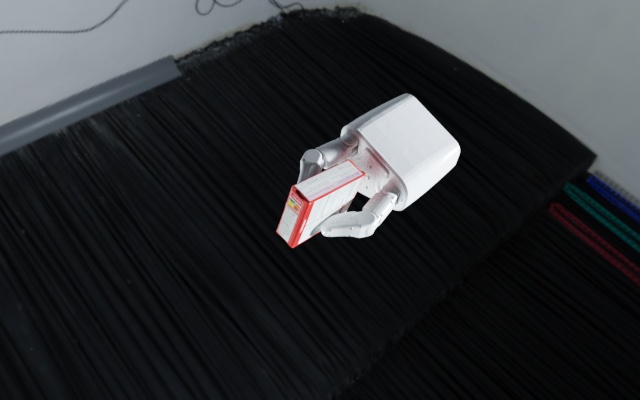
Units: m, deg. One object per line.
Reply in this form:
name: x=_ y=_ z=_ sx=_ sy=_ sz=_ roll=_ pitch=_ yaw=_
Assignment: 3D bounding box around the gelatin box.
gelatin box: x=0.000 y=0.002 z=0.509 sx=0.089 sy=0.073 sz=0.030 roll=-29 pitch=64 yaw=-39
